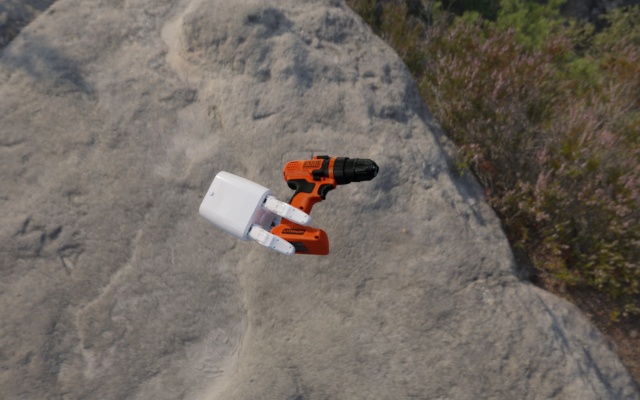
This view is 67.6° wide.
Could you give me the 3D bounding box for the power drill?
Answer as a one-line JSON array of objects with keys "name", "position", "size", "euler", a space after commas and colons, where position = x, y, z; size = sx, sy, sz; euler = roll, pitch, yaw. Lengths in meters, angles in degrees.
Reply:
[{"name": "power drill", "position": [0.000, 0.003, 0.832], "size": [0.184, 0.187, 0.057], "euler": [-2, -37, 29]}]
